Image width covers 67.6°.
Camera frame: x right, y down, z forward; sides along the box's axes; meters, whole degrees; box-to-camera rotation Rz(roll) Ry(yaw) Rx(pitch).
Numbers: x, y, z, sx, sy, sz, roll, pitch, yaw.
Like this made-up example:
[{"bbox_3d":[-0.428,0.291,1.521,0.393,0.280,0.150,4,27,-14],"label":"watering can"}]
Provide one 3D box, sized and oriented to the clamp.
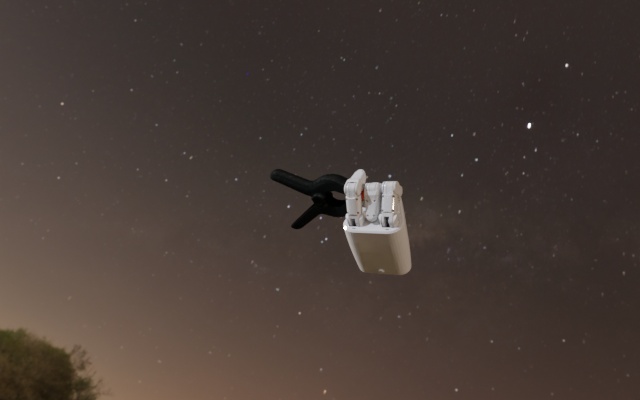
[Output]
[{"bbox_3d":[0.000,0.002,0.819,0.171,0.120,0.039,5,41,28],"label":"clamp"}]
